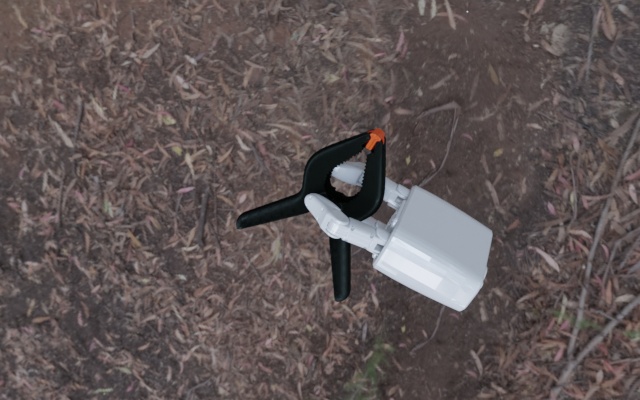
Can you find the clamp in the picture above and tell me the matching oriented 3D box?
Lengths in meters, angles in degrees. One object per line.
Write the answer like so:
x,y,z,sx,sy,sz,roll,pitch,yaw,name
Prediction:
0.000,0.002,0.546,0.164,0.210,0.036,29,26,5,clamp
